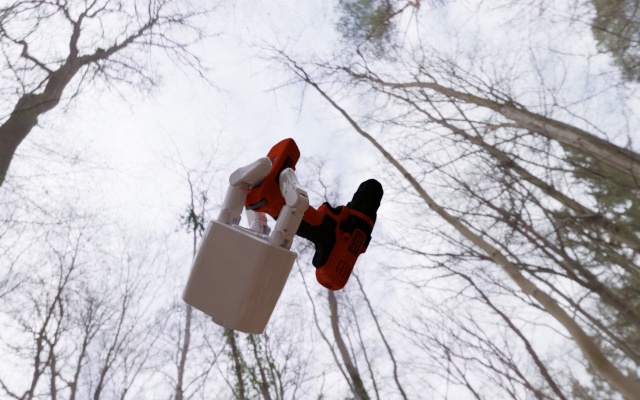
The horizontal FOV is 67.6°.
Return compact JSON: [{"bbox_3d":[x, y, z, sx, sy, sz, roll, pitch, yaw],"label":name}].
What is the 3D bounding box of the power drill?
[{"bbox_3d":[0.000,0.002,0.652,0.188,0.184,0.057,40,-33,-22],"label":"power drill"}]
